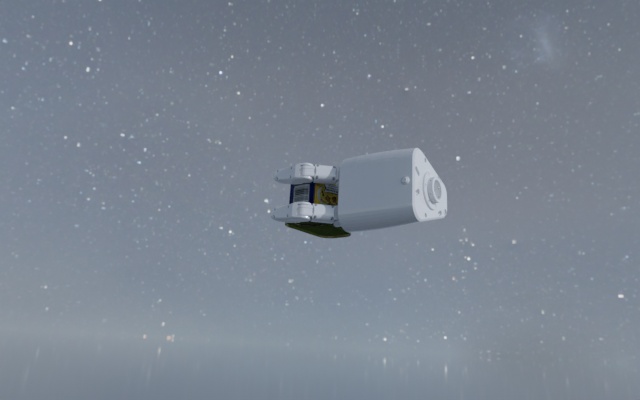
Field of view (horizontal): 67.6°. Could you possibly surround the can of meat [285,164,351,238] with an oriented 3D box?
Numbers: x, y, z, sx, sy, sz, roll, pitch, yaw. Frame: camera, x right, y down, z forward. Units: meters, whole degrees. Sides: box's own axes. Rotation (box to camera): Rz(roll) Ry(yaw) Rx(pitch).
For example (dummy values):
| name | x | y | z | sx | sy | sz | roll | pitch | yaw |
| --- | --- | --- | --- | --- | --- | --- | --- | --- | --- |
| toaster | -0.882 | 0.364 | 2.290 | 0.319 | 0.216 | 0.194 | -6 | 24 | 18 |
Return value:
| name | x | y | z | sx | sy | sz | roll | pitch | yaw |
| --- | --- | --- | --- | --- | --- | --- | --- | --- | --- |
| can of meat | 0.000 | 0.002 | 0.681 | 0.057 | 0.084 | 0.102 | -10 | -21 | 38 |
